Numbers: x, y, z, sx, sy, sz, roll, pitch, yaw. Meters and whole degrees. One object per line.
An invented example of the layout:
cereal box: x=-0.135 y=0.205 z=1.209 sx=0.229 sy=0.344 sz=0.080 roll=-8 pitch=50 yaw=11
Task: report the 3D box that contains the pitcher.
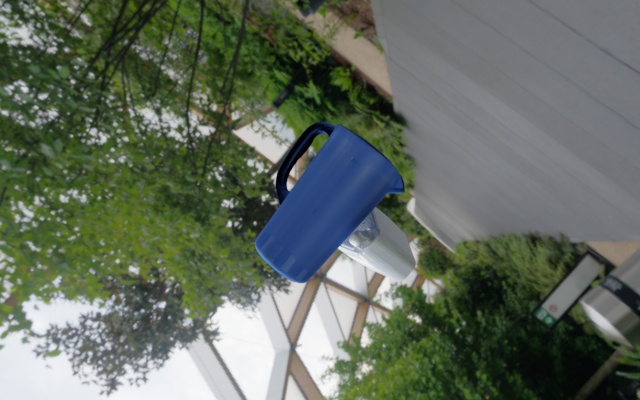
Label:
pitcher: x=0.000 y=0.003 z=0.762 sx=0.145 sy=0.243 sz=0.149 roll=36 pitch=5 yaw=-30
